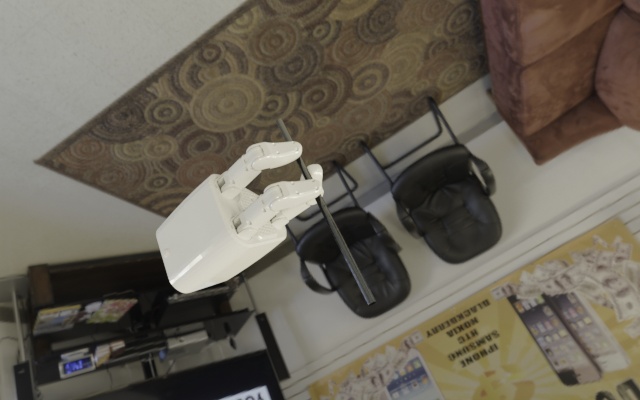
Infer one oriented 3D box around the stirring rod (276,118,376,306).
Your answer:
[{"bbox_3d":[0.000,0.002,0.502,0.011,0.239,0.011,-21,-28,-12],"label":"stirring rod"}]
